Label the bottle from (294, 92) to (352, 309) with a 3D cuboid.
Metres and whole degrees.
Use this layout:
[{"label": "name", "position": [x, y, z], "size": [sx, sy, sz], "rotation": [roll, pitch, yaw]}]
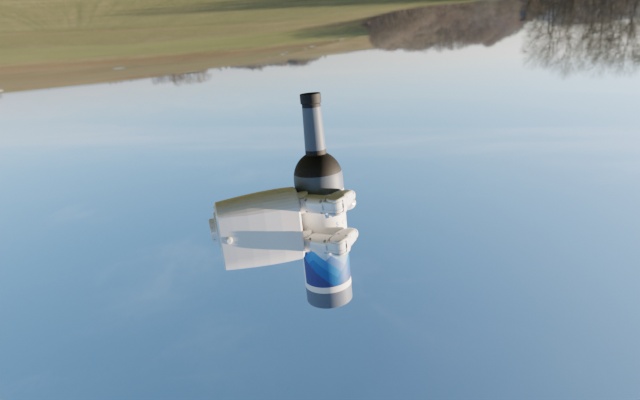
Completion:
[{"label": "bottle", "position": [0.000, 0.002, 0.657], "size": [0.069, 0.296, 0.069], "rotation": [-5, 17, 2]}]
